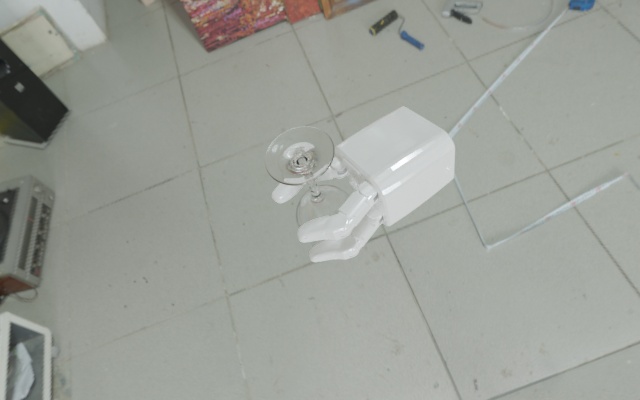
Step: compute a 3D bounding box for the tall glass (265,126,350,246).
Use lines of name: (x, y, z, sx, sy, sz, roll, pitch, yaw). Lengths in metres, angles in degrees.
tall glass: (0.000, 0.002, 0.575, 0.079, 0.079, 0.201, 0, -30, 14)
